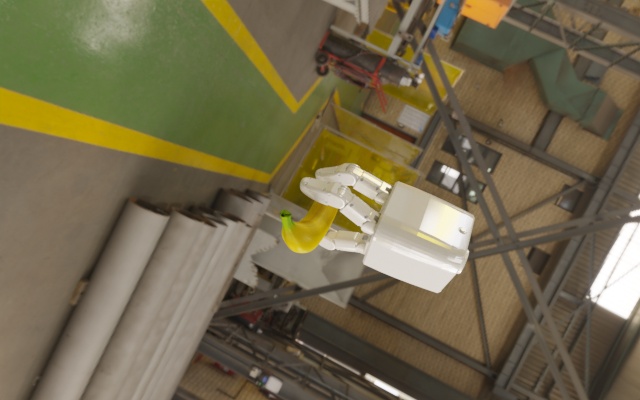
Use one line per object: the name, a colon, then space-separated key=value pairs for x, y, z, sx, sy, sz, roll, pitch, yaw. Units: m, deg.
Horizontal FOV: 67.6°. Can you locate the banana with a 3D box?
banana: x=-0.005 y=0.020 z=0.603 sx=0.037 sy=0.070 sz=0.197 roll=19 pitch=21 yaw=12
